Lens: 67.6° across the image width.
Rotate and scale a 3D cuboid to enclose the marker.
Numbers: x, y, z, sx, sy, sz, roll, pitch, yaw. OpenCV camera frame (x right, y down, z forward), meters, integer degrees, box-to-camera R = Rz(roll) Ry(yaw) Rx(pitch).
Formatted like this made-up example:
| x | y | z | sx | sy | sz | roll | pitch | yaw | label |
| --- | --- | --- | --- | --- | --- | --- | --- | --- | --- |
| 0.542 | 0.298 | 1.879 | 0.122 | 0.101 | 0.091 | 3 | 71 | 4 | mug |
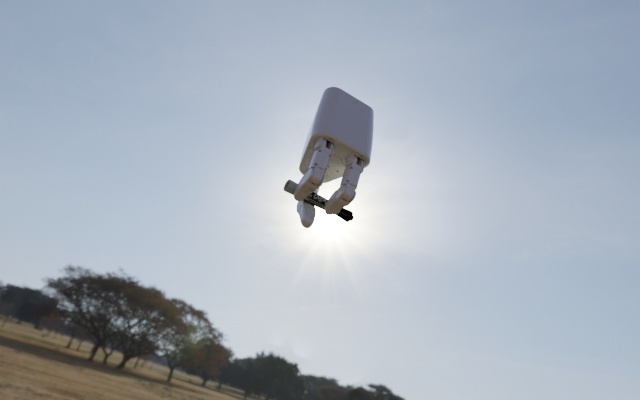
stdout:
| x | y | z | sx | sy | sz | roll | pitch | yaw | label |
| --- | --- | --- | --- | --- | --- | --- | --- | --- | --- |
| 0.000 | 0.002 | 0.722 | 0.121 | 0.020 | 0.020 | 27 | -11 | -22 | marker |
